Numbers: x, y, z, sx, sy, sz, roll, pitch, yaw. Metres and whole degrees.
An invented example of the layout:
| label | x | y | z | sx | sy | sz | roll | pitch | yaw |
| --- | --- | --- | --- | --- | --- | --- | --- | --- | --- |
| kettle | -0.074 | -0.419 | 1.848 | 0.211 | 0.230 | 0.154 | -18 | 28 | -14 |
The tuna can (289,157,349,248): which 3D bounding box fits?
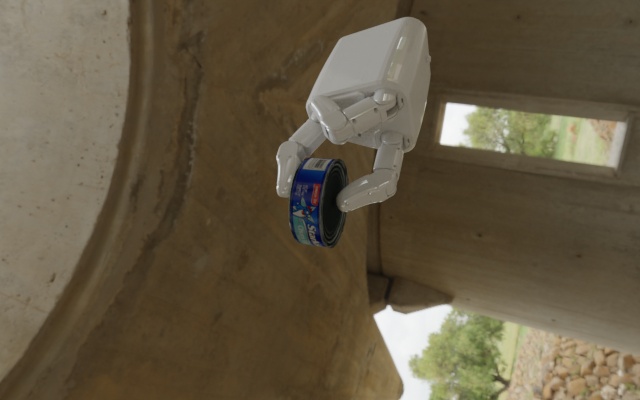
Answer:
| label | x | y | z | sx | sy | sz | roll | pitch | yaw |
| --- | --- | --- | --- | --- | --- | --- | --- | --- | --- |
| tuna can | 0.000 | 0.002 | 0.461 | 0.034 | 0.086 | 0.086 | 6 | 2 | 18 |
